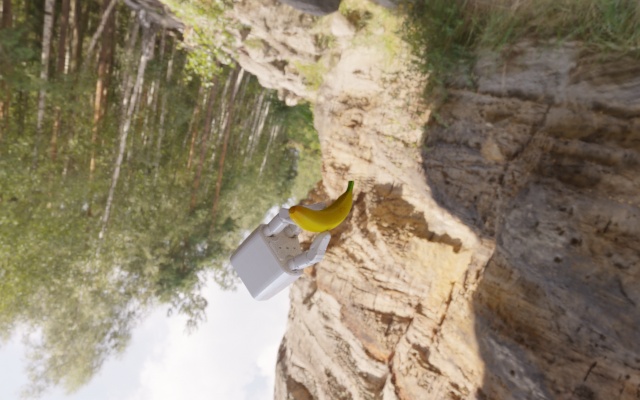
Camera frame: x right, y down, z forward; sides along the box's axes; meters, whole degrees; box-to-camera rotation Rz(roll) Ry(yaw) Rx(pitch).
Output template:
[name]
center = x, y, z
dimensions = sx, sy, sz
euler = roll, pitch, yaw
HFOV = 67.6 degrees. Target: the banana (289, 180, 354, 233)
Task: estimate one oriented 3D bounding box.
[banana]
center = 0.006, 0.020, 0.821
dimensions = 0.037, 0.069, 0.197
euler = -6, 12, 33
